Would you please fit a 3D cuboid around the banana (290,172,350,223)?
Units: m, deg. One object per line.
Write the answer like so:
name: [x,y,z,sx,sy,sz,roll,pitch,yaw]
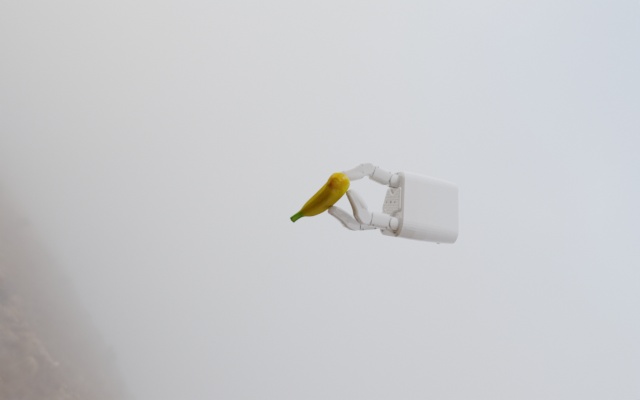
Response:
banana: [0.011,-0.007,0.776,0.069,0.037,0.198,-43,-1,-29]
